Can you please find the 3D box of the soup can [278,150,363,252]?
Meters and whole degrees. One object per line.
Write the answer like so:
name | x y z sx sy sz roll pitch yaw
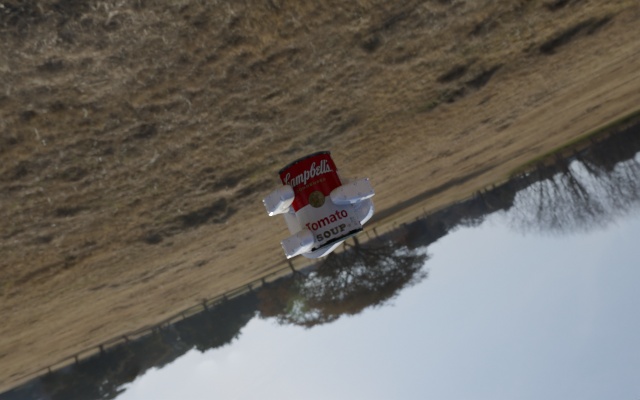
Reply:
soup can | 0.000 0.002 0.560 0.068 0.102 0.068 -23 -7 -3
